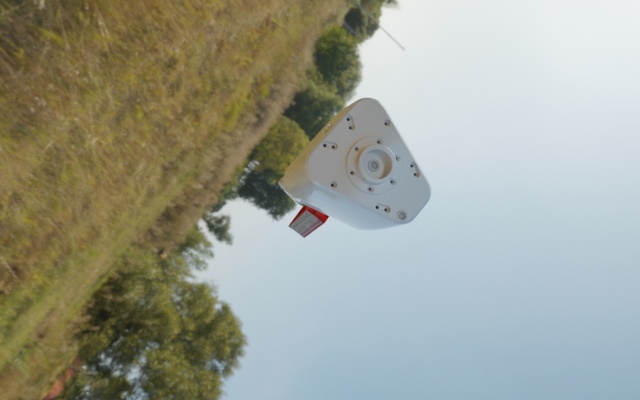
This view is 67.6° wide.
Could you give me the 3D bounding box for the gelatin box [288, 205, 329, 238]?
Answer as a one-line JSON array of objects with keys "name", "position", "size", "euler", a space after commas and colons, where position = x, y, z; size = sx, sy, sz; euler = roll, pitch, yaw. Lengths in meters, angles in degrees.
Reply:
[{"name": "gelatin box", "position": [0.000, 0.002, 0.589], "size": [0.030, 0.073, 0.089], "euler": [37, -24, -4]}]
